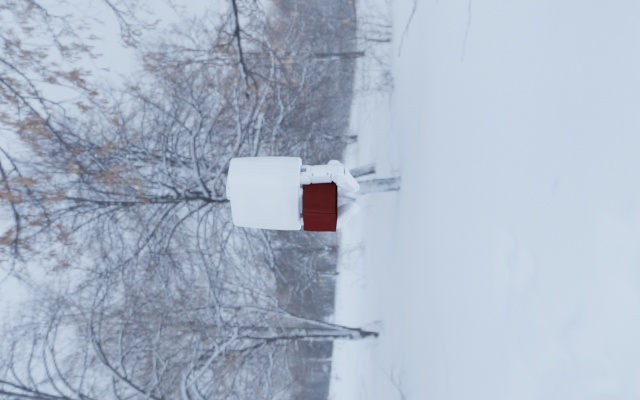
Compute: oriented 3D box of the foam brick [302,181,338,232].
[{"bbox_3d":[0.000,0.003,0.723,0.051,0.078,0.053,1,-36,1],"label":"foam brick"}]
